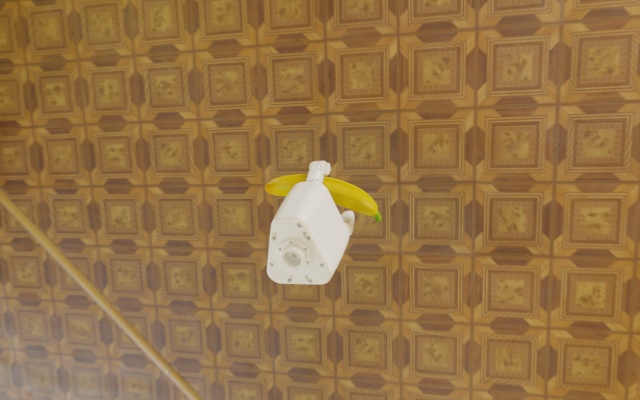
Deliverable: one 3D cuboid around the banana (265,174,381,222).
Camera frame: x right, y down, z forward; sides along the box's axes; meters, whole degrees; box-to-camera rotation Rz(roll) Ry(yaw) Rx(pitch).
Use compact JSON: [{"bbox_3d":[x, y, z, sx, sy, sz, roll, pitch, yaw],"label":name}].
[{"bbox_3d":[0.006,-0.009,0.756,0.198,0.037,0.070,17,-43,2],"label":"banana"}]
